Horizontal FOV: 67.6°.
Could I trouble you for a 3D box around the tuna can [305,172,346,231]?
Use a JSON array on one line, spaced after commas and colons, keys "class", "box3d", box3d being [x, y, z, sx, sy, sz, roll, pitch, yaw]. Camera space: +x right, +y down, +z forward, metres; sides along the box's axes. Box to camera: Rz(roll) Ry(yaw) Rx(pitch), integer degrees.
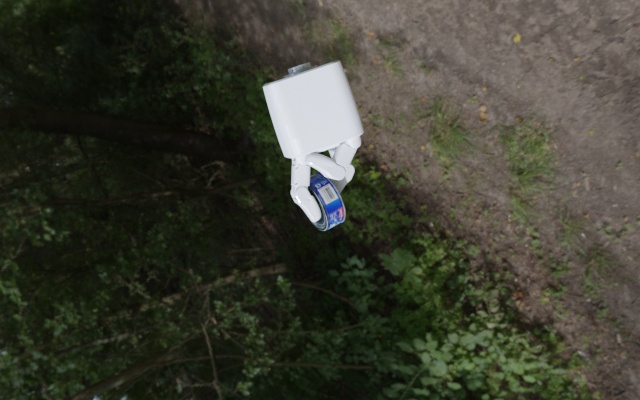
[{"class": "tuna can", "box3d": [0.000, 0.003, 0.725, 0.033, 0.086, 0.086, -28, 11, -21]}]
